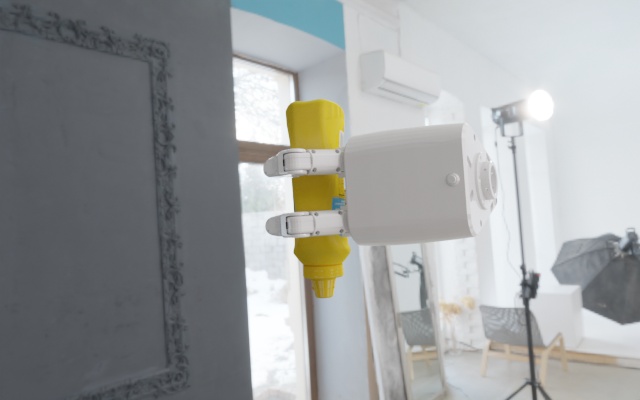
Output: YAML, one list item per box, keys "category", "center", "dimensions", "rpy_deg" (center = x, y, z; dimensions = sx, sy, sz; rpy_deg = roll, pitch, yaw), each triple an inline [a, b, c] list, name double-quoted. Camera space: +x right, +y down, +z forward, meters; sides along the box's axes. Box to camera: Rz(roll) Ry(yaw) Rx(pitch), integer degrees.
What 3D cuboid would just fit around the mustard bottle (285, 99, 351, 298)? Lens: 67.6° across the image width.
- category: "mustard bottle"
  center: [0.000, 0.001, 0.484]
  dimensions: [0.058, 0.191, 0.096]
  rpy_deg: [-4, -2, 8]
